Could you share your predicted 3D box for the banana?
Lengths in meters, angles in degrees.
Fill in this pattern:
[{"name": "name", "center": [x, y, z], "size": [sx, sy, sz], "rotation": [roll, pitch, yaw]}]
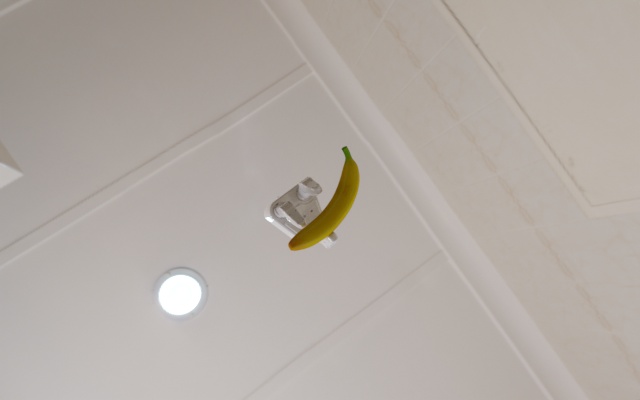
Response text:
[{"name": "banana", "center": [0.017, 0.009, 0.811], "size": [0.069, 0.198, 0.037], "rotation": [31, -9, -17]}]
